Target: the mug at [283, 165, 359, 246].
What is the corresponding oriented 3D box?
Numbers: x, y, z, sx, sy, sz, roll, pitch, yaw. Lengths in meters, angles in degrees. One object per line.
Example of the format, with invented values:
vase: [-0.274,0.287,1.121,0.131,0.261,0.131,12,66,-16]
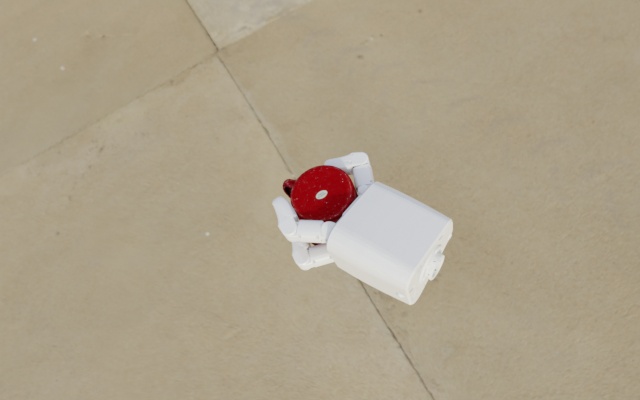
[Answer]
mug: [-0.001,0.001,0.624,0.117,0.093,0.081,28,-16,25]
